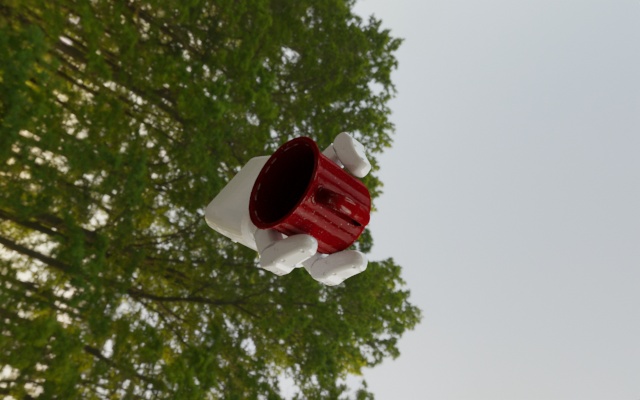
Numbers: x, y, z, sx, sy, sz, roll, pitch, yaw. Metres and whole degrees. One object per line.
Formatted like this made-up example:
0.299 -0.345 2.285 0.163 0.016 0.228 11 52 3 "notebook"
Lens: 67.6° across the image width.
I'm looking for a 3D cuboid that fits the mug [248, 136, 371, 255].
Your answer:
0.001 0.002 0.438 0.081 0.093 0.117 32 -13 -35 "mug"
